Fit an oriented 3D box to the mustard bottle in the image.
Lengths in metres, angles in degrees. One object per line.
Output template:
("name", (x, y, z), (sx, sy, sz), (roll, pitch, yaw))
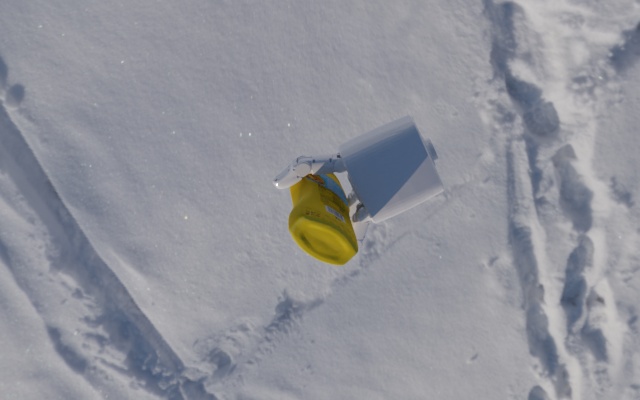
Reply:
("mustard bottle", (0.000, 0.003, 0.674), (0.096, 0.058, 0.191), (33, 25, -22))
